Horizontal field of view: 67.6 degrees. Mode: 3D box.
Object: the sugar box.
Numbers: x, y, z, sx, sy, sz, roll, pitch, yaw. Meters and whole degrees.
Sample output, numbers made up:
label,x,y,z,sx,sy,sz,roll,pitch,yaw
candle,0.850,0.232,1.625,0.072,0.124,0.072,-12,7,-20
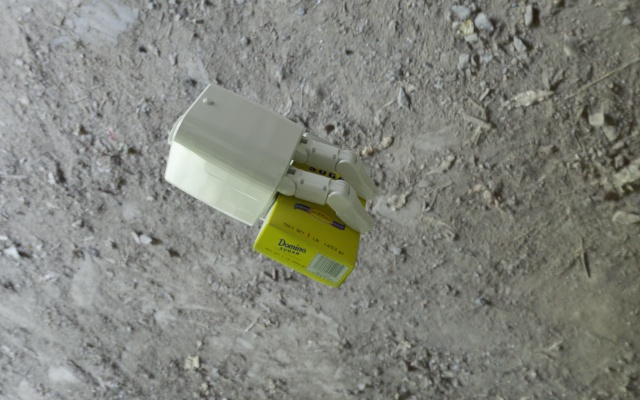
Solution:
label,x,y,z,sx,sy,sz,roll,pitch,yaw
sugar box,0.000,0.001,0.508,0.093,0.048,0.176,27,39,-9
